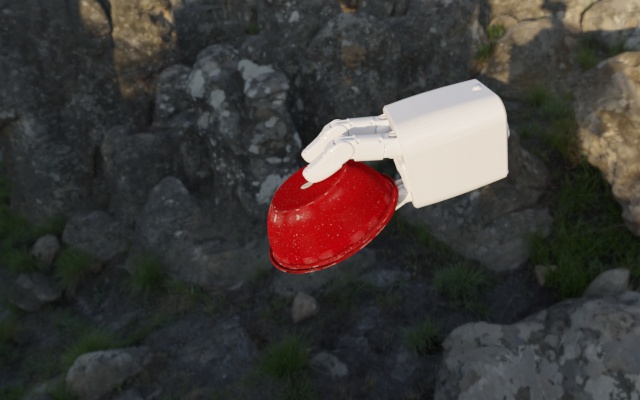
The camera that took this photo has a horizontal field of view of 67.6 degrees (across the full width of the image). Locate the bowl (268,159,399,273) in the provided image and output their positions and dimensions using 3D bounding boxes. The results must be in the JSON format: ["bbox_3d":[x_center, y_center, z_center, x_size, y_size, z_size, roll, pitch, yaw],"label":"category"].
[{"bbox_3d":[-0.001,0.002,0.516,0.162,0.055,0.162,-26,27,15],"label":"bowl"}]
